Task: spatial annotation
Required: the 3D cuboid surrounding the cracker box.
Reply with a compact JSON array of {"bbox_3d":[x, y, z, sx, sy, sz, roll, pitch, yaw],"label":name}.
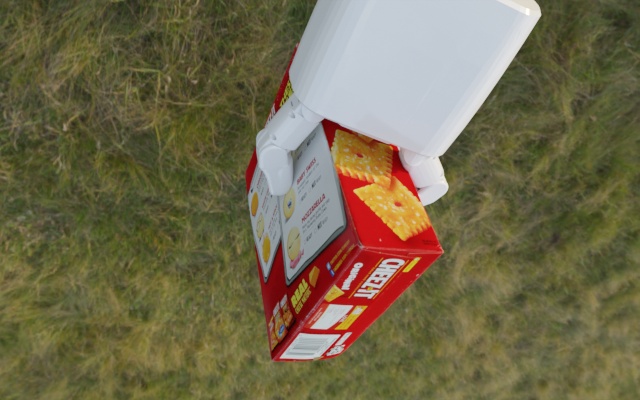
[{"bbox_3d":[0.000,0.001,0.405,0.072,0.213,0.164,7,-43,-25],"label":"cracker box"}]
